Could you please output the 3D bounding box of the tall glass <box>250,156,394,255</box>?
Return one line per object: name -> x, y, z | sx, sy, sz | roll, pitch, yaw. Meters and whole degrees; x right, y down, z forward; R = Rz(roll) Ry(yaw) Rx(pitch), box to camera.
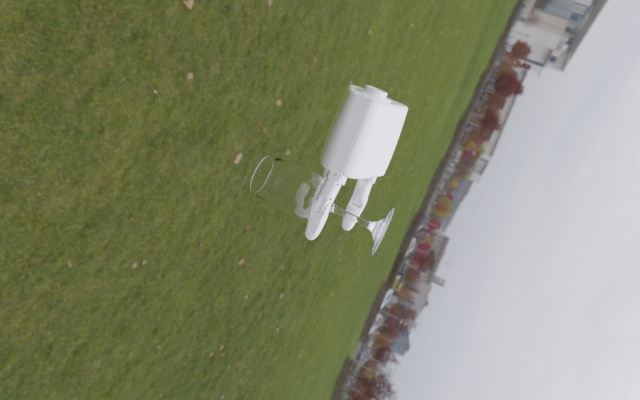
tall glass -> 0.001, 0.003, 0.689 | 0.201, 0.079, 0.079 | 25, 5, 12
